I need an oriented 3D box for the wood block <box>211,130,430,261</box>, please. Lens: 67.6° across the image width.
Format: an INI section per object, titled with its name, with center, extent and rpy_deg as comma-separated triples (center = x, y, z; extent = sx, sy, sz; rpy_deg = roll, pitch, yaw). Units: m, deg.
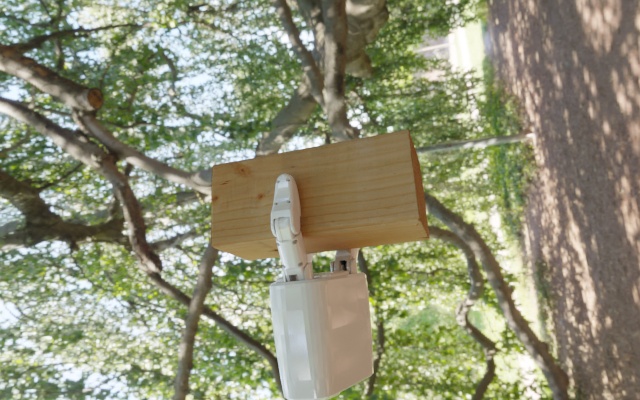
[wood block]
center = 0.000, 0.002, 0.496
extent = 0.206, 0.090, 0.091
rpy_deg = -9, -19, 16
